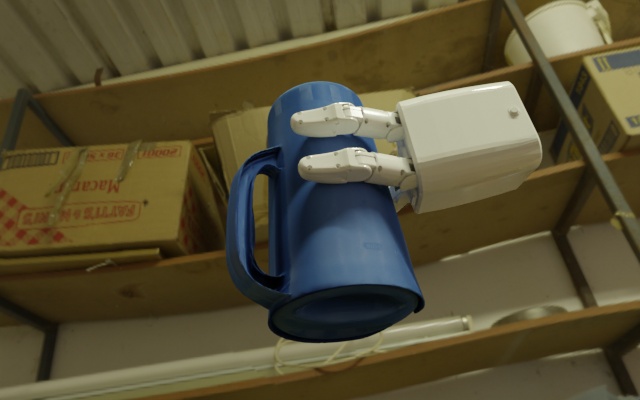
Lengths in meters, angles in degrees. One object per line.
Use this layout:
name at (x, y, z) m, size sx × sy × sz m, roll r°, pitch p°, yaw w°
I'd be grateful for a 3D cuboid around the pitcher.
pitcher at (0.000, 0.001, 0.457) m, size 0.145 × 0.242 × 0.149 m, roll -13°, pitch -33°, yaw 7°
